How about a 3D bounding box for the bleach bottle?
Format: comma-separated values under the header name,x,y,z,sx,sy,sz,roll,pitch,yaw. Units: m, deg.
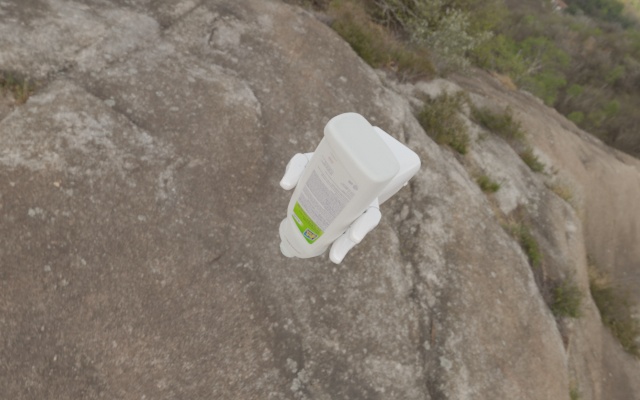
name,x,y,z,sx,sy,sz,roll,pitch,yaw
bleach bottle,0.000,0.002,0.644,0.068,0.102,0.251,-27,-16,-40
